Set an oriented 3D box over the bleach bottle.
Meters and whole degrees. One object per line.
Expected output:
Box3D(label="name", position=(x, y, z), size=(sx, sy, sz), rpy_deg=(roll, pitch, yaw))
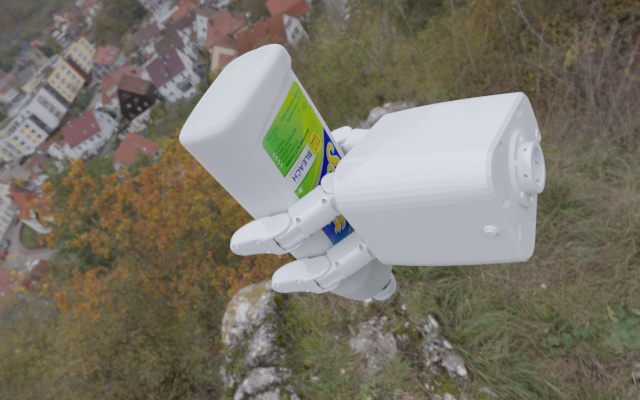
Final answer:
Box3D(label="bleach bottle", position=(0.000, 0.001, 0.406), size=(0.068, 0.102, 0.251), rpy_deg=(-5, -42, 39))
